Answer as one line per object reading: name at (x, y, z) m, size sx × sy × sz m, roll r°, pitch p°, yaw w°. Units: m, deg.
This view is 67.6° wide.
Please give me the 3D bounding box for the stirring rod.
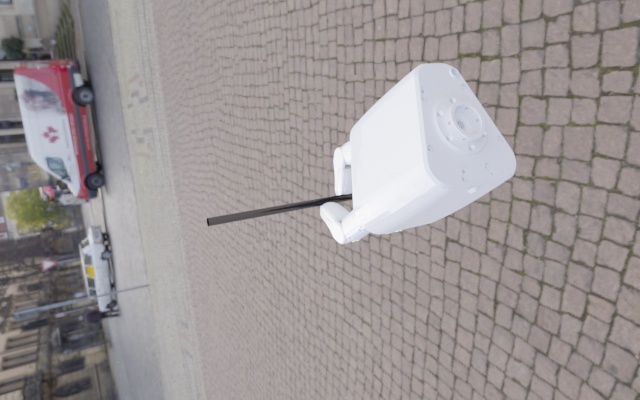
stirring rod at (0.000, 0.002, 0.500) m, size 0.239 × 0.011 × 0.011 m, roll -10°, pitch 5°, yaw -28°
